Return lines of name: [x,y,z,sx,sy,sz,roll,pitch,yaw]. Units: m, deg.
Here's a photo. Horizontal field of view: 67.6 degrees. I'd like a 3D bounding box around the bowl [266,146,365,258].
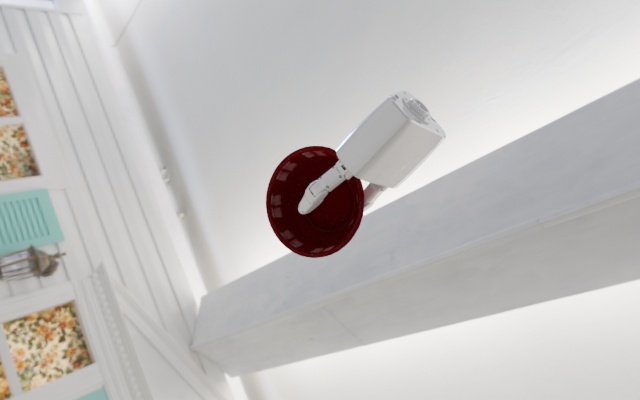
bowl: [-0.001,0.003,0.708,0.162,0.162,0.055,0,-1,28]
